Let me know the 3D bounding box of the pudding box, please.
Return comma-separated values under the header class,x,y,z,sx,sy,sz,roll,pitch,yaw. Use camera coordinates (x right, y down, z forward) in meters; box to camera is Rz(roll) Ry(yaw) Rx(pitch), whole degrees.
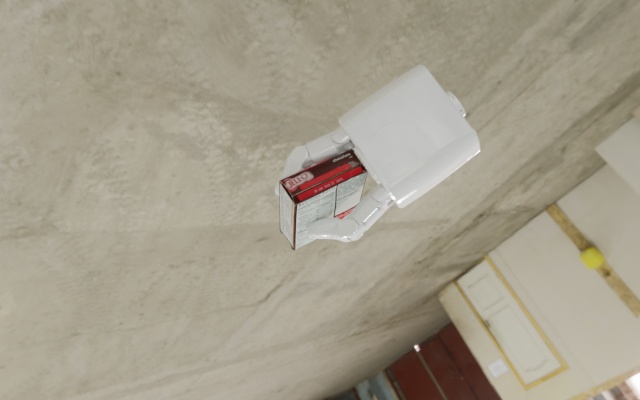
class,x,y,z,sx,sy,sz,roll,pitch,yaw
pudding box,0.000,0.002,0.537,0.090,0.039,0.114,-24,-28,-18
